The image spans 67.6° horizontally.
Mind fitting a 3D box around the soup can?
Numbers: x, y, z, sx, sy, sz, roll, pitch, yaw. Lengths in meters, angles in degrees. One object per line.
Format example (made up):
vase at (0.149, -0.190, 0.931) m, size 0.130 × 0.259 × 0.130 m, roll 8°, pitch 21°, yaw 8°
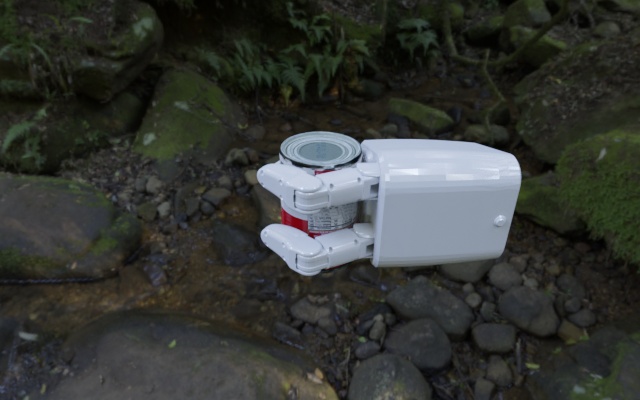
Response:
soup can at (0.000, 0.001, 0.404) m, size 0.068 × 0.102 × 0.068 m, roll 1°, pitch 31°, yaw 0°
